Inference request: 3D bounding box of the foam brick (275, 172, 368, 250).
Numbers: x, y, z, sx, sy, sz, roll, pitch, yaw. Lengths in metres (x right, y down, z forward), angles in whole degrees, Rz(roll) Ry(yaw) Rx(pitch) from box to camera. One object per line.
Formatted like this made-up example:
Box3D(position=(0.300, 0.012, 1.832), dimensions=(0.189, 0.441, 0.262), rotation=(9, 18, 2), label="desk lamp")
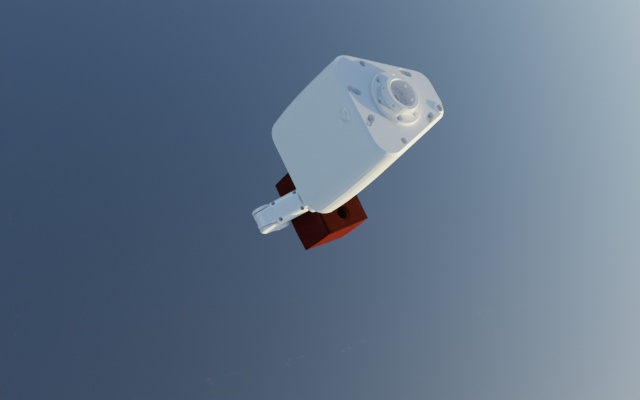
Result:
Box3D(position=(0.000, 0.002, 0.482), dimensions=(0.053, 0.078, 0.051), rotation=(-19, -12, -38), label="foam brick")
